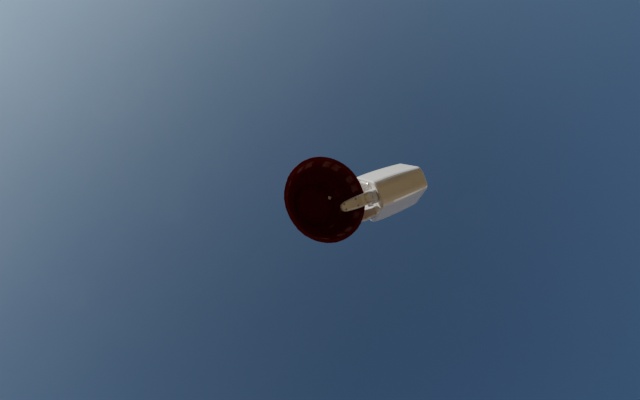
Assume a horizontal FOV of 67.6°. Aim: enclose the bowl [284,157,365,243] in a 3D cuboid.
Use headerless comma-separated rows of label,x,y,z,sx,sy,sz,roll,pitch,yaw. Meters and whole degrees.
bowl,-0.001,0.003,0.890,0.162,0.162,0.055,0,-13,-25
